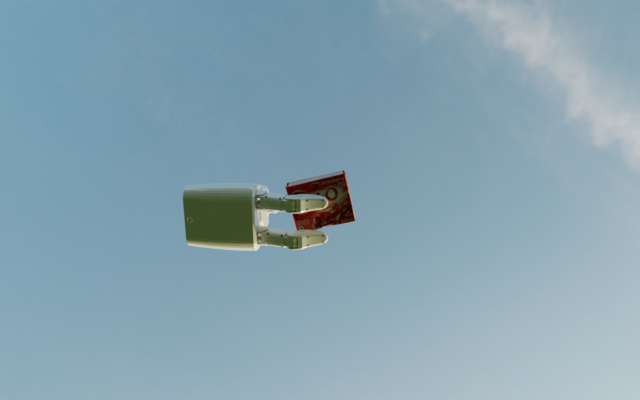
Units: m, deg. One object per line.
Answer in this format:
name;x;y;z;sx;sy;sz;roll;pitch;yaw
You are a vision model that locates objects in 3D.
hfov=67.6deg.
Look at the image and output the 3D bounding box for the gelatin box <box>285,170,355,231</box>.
gelatin box;0.000;0.002;0.694;0.089;0.073;0.030;-12;15;4
